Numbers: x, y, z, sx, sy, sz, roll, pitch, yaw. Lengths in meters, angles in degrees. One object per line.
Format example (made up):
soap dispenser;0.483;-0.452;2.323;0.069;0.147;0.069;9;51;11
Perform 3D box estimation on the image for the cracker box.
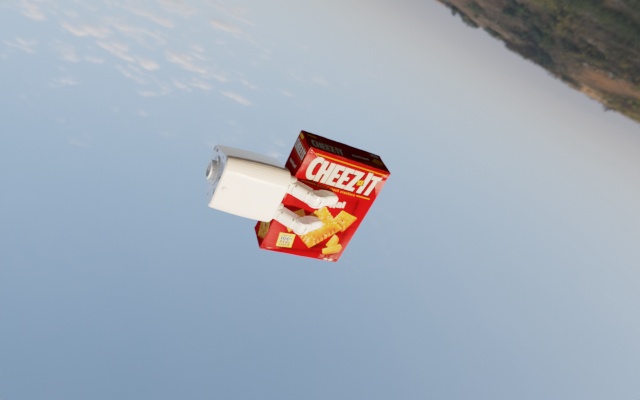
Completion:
cracker box;0.000;0.003;0.845;0.164;0.214;0.072;14;30;-27
